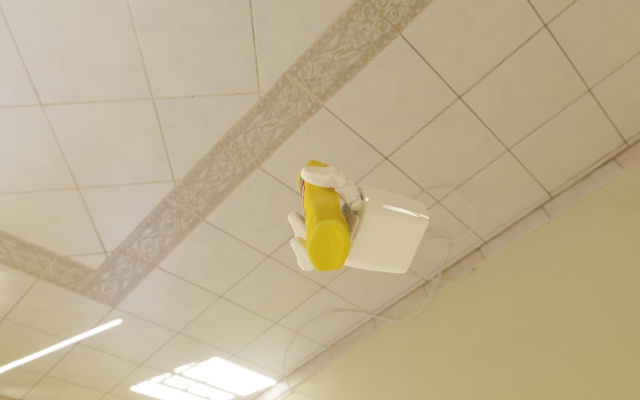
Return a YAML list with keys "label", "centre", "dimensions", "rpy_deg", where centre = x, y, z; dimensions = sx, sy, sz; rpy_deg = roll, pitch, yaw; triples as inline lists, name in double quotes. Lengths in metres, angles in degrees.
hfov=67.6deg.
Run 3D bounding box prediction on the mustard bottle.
- label: "mustard bottle"
  centre: [0.000, 0.002, 0.686]
  dimensions: [0.058, 0.096, 0.191]
  rpy_deg: [-6, 40, -3]
